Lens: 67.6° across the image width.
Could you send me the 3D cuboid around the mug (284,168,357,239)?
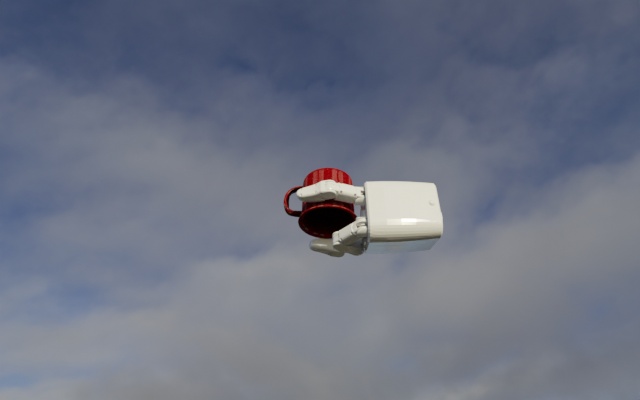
[{"bbox_3d":[-0.001,0.002,0.759,0.117,0.081,0.093,0,-36,0],"label":"mug"}]
